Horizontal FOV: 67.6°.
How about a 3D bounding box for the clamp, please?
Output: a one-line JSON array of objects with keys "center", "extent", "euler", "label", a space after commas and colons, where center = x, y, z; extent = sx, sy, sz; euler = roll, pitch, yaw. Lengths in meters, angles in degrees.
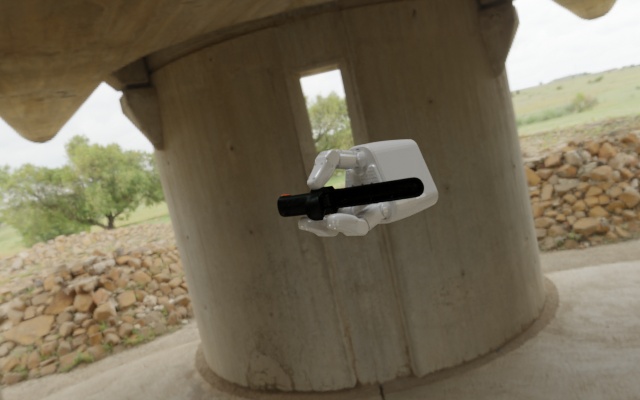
[{"center": [0.000, 0.001, 0.601], "extent": [0.164, 0.036, 0.210], "euler": [-11, 4, -41], "label": "clamp"}]
